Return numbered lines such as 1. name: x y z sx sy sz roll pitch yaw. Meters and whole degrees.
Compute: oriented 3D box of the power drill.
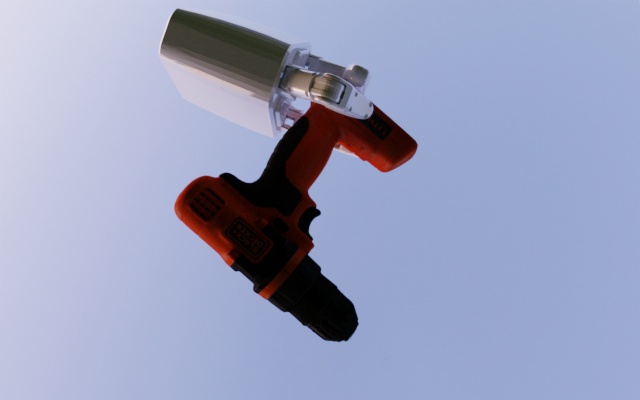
1. power drill: 0.000 0.001 0.414 0.184 0.187 0.057 41 -16 -3
